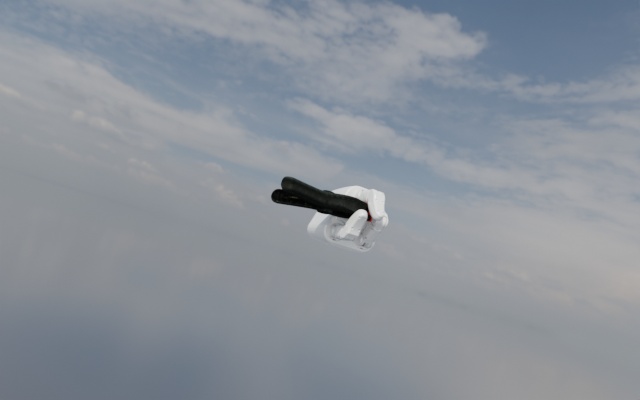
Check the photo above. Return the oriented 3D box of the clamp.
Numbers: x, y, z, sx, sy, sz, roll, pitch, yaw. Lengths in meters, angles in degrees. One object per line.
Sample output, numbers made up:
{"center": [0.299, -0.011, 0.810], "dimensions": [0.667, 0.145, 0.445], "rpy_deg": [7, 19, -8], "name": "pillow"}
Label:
{"center": [0.000, 0.002, 0.781], "dimensions": [0.171, 0.039, 0.120], "rpy_deg": [19, -8, -19], "name": "clamp"}
